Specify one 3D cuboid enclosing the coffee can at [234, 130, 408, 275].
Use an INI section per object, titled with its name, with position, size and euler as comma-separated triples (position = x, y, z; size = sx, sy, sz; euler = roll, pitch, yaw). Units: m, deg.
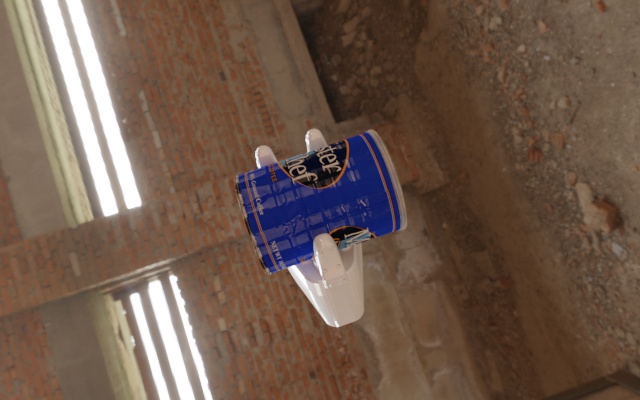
[coffee can]
position = 0.000, 0.001, 0.464
size = 0.140, 0.103, 0.103
euler = -19, 1, -2
